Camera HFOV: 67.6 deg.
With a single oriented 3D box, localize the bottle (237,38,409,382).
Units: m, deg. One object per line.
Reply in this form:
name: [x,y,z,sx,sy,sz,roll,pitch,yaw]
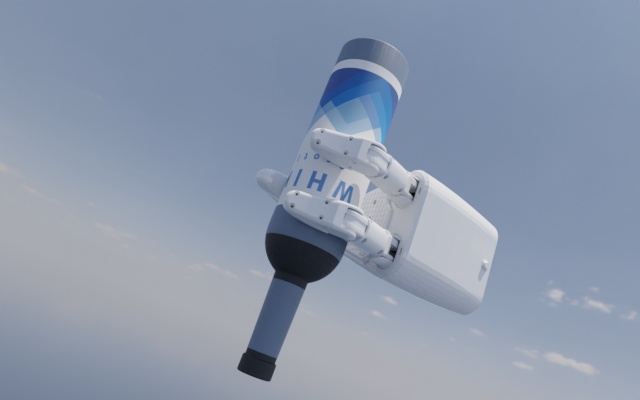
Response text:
bottle: [0.000,0.001,0.404,0.069,0.295,0.069,19,-17,6]
